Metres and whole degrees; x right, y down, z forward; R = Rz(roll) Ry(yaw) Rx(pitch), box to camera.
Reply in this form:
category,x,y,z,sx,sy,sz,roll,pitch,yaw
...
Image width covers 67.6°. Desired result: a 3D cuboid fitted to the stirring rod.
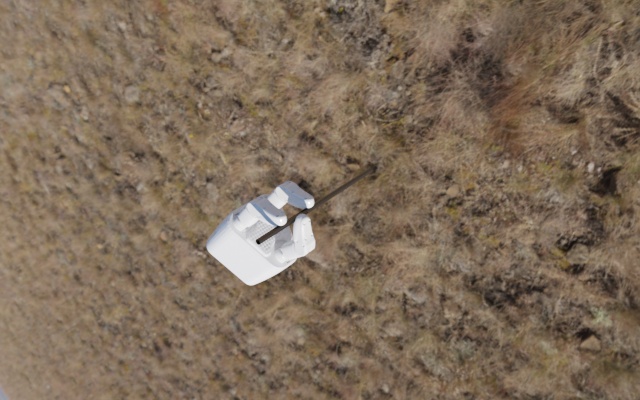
category,x,y,z,sx,sy,sz,roll,pitch,yaw
stirring rod,0.000,0.002,0.667,0.011,0.011,0.239,0,24,45
